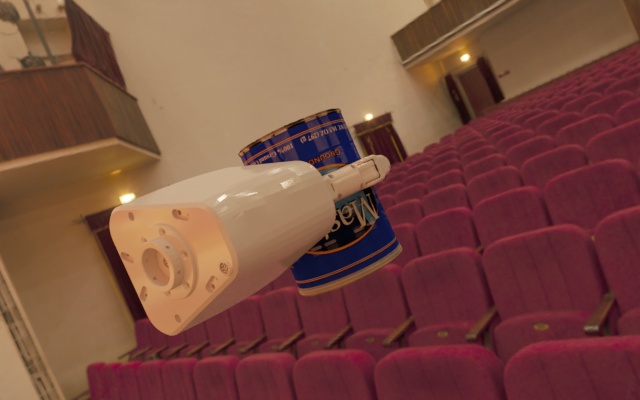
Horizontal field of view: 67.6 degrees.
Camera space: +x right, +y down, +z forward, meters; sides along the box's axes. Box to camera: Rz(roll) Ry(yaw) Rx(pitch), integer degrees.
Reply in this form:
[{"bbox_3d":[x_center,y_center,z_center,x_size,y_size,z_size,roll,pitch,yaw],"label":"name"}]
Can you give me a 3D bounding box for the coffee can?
[{"bbox_3d":[0.000,0.002,0.439,0.103,0.140,0.103,-24,2,1],"label":"coffee can"}]
